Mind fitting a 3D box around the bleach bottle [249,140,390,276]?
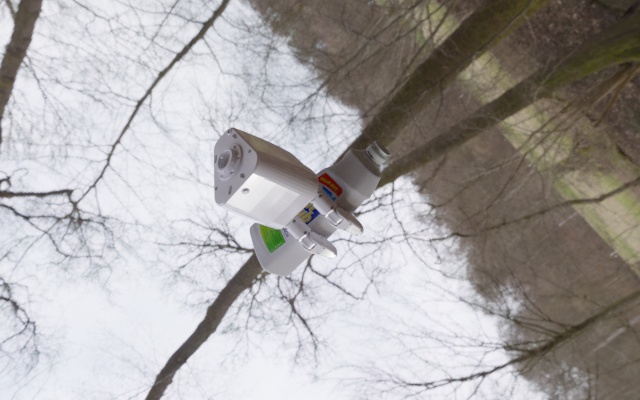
[{"bbox_3d":[0.000,0.002,0.712,0.068,0.102,0.251,24,-59,-43],"label":"bleach bottle"}]
